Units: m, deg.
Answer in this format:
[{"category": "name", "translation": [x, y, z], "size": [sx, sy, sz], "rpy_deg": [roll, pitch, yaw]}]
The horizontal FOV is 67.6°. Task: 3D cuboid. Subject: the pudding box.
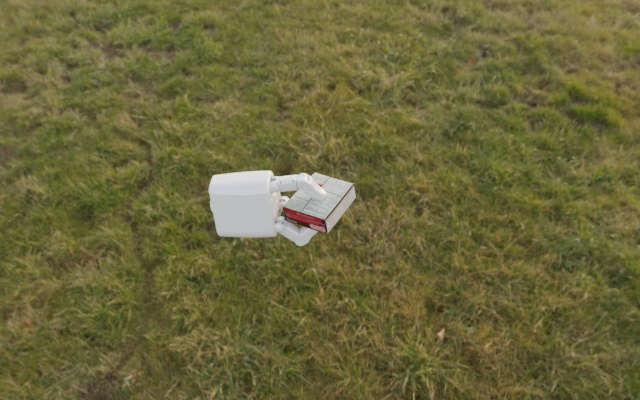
[{"category": "pudding box", "translation": [0.000, 0.003, 0.854], "size": [0.090, 0.039, 0.113], "rpy_deg": [18, 48, 27]}]
